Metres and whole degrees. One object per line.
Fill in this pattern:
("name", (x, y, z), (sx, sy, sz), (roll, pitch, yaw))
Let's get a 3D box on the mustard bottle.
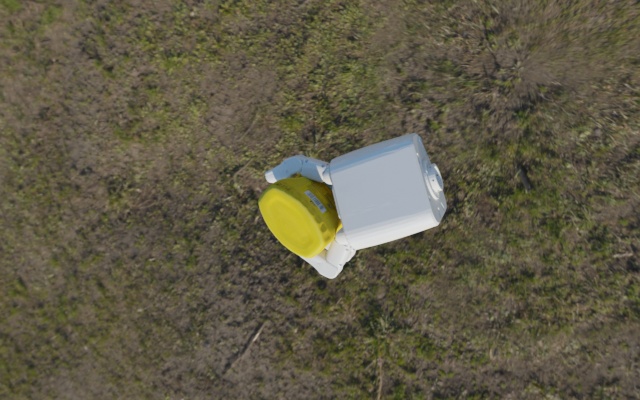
("mustard bottle", (0.000, 0.002, 0.626), (0.058, 0.096, 0.191), (-45, -5, 26))
